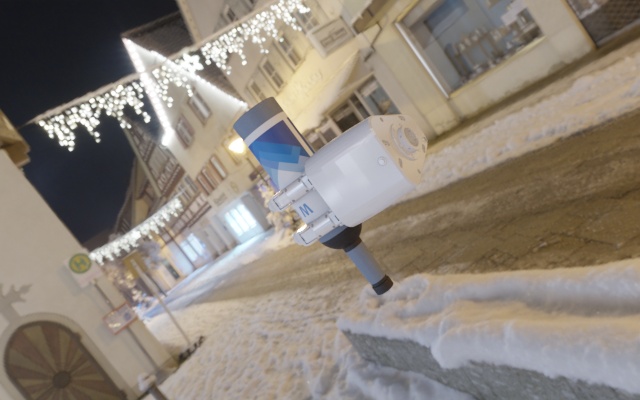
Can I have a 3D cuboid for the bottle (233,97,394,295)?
[{"bbox_3d":[0.000,0.002,0.633,0.069,0.296,0.069,-37,5,3],"label":"bottle"}]
